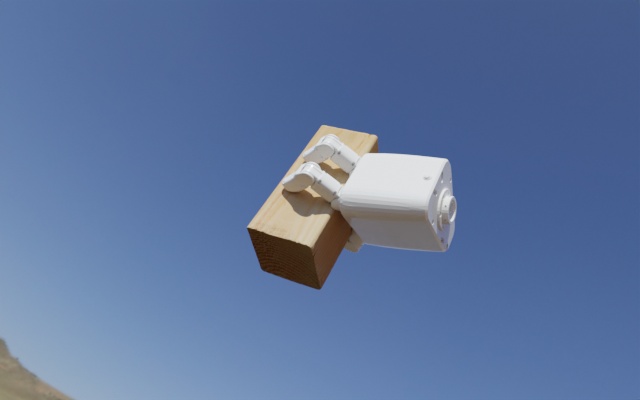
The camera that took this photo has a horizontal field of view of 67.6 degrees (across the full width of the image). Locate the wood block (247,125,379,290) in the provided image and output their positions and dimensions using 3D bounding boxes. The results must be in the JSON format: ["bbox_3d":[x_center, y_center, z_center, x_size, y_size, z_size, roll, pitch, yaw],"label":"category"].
[{"bbox_3d":[0.001,0.002,0.638,0.090,0.091,0.206,15,50,23],"label":"wood block"}]
